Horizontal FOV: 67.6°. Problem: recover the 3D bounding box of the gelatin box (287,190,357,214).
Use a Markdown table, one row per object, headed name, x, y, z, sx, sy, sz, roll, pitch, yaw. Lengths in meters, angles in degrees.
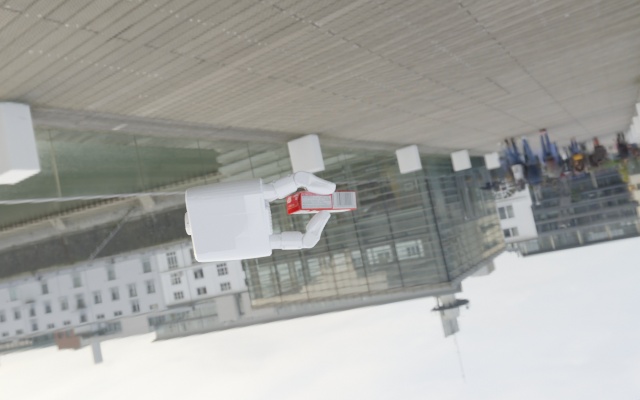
| name | x | y | z | sx | sy | sz | roll | pitch | yaw |
| --- | --- | --- | --- | --- | --- | --- | --- | --- | --- |
| gelatin box | 0.000 | 0.003 | 0.716 | 0.089 | 0.030 | 0.073 | -1 | -5 | -17 |
